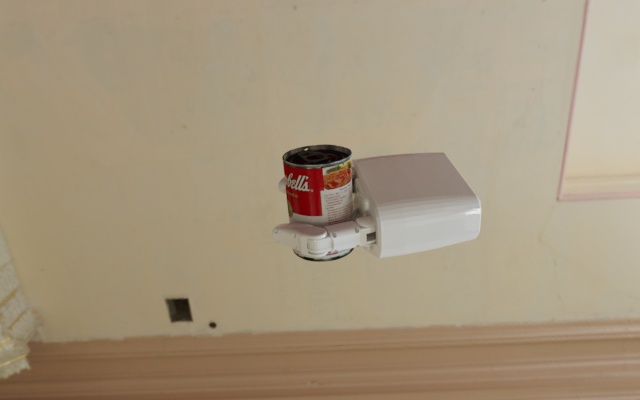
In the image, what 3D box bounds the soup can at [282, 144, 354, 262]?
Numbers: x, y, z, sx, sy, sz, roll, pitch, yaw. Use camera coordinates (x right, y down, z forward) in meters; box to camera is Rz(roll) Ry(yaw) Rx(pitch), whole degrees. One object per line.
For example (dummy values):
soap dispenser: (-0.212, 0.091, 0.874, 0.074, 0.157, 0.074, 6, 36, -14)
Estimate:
soup can: (0.000, 0.002, 0.481, 0.068, 0.102, 0.068, -4, 22, 1)
